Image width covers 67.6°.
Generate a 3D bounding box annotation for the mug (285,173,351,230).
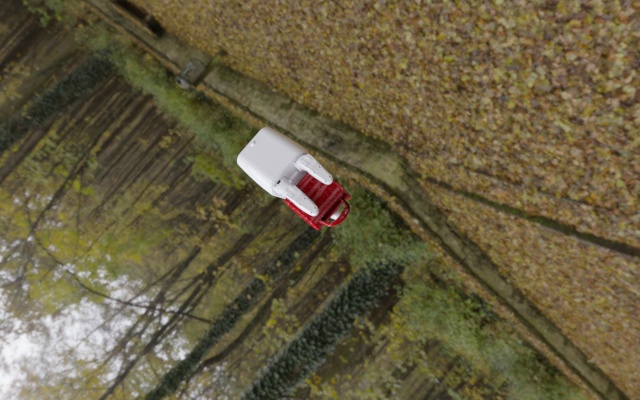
[{"bbox_3d":[0.001,0.004,0.825,0.117,0.081,0.093,38,-6,33],"label":"mug"}]
